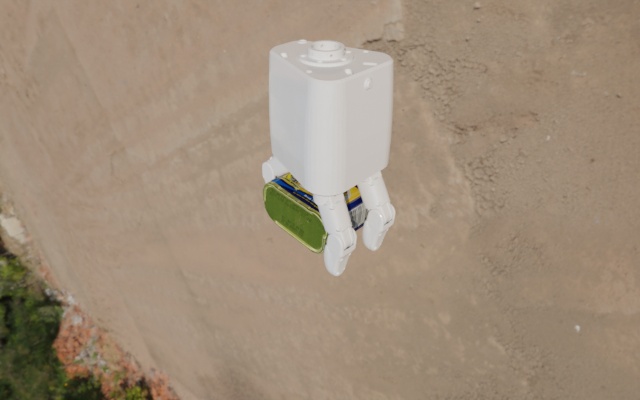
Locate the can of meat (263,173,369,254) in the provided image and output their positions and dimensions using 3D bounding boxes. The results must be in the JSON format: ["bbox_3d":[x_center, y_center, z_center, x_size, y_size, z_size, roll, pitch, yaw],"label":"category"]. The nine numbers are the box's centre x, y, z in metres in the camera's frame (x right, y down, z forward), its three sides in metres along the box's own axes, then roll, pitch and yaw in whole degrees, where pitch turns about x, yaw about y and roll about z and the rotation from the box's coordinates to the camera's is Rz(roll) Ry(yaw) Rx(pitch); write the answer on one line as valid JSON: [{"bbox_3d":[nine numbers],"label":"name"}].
[{"bbox_3d":[0.000,0.002,0.514,0.102,0.057,0.084,33,46,33],"label":"can of meat"}]
